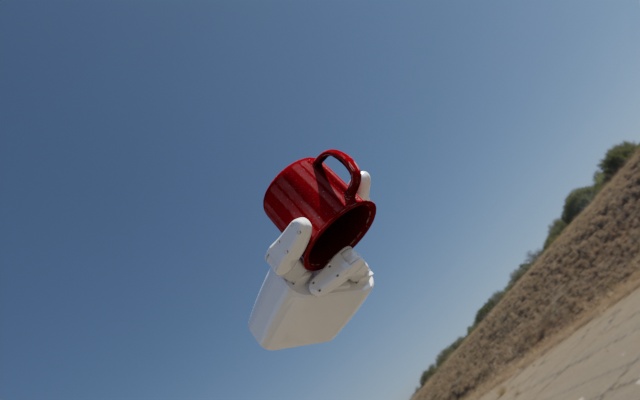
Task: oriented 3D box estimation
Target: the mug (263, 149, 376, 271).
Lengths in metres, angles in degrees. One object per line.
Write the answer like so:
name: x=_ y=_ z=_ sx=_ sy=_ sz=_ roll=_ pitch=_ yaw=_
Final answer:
mug: x=0.000 y=0.000 z=0.478 sx=0.093 sy=0.117 sz=0.081 roll=-15 pitch=52 yaw=-45
